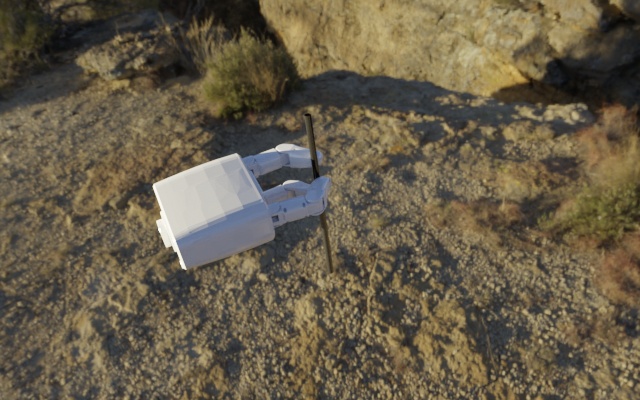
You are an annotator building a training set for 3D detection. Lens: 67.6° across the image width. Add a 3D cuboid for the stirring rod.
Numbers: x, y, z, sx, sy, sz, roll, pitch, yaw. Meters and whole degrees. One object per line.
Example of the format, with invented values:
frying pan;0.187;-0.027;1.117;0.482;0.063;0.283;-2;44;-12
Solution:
stirring rod;0.000;0.002;0.603;0.011;0.240;0.011;-6;35;4
